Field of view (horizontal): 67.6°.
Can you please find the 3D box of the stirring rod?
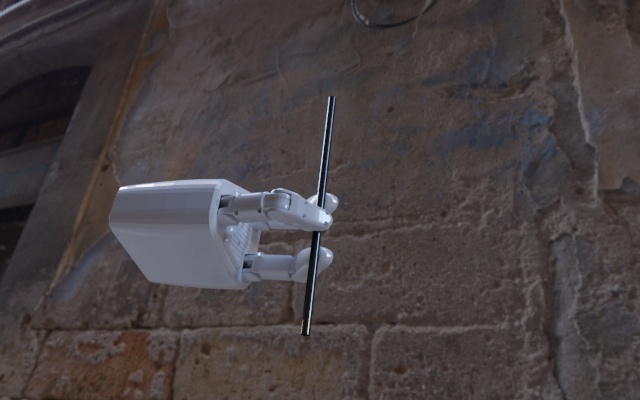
[{"bbox_3d":[0.000,0.002,0.437,0.011,0.239,0.011,5,-27,3],"label":"stirring rod"}]
